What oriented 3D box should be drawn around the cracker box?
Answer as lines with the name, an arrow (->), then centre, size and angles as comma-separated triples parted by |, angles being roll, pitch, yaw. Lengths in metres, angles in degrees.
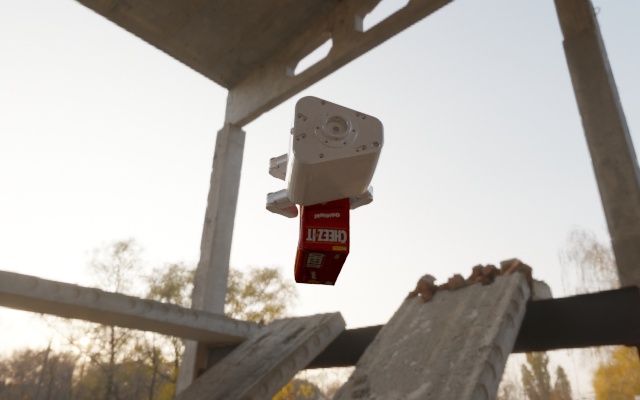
cracker box -> 0.000, 0.002, 0.712 | 0.072, 0.213, 0.164 | 4, -25, -4
